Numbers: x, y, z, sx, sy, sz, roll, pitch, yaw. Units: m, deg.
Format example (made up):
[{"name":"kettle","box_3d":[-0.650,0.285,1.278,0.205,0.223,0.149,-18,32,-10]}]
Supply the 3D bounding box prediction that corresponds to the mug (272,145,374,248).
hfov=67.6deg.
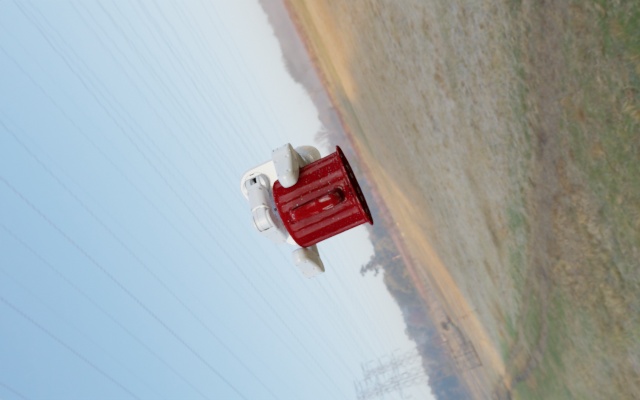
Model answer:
[{"name":"mug","box_3d":[0.000,0.002,0.499,0.081,0.093,0.117,-24,6,9]}]
